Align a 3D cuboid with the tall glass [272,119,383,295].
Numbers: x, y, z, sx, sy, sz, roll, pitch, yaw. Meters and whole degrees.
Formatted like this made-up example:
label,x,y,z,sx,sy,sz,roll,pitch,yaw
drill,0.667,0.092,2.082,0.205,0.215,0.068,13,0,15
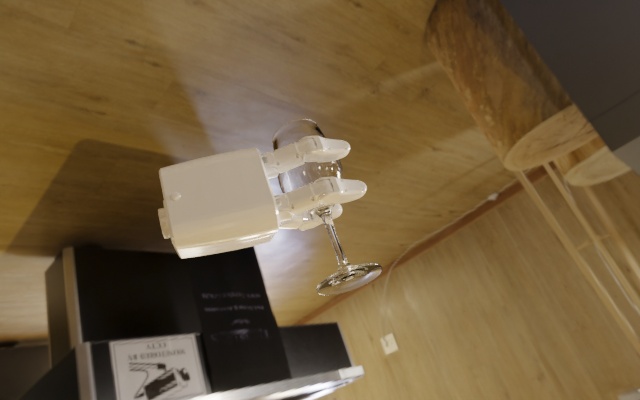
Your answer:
label,x,y,z,sx,sy,sz,roll,pitch,yaw
tall glass,0.000,0.002,0.551,0.079,0.201,0.079,-16,-27,-8
